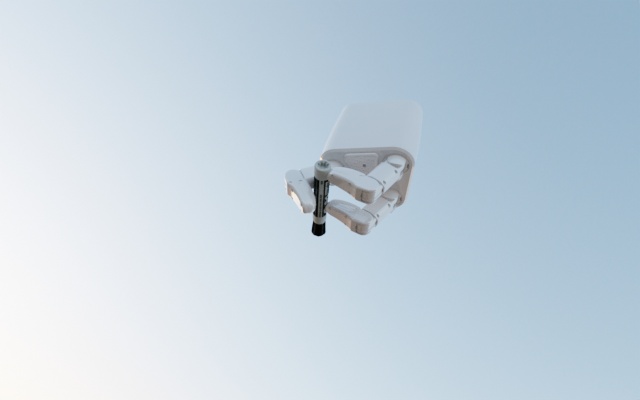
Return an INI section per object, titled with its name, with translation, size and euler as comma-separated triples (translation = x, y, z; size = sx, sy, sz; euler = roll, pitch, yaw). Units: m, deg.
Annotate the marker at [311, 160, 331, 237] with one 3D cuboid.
[marker]
translation = 0.000, 0.002, 0.567
size = 0.020, 0.020, 0.121
euler = 0, -42, -3
